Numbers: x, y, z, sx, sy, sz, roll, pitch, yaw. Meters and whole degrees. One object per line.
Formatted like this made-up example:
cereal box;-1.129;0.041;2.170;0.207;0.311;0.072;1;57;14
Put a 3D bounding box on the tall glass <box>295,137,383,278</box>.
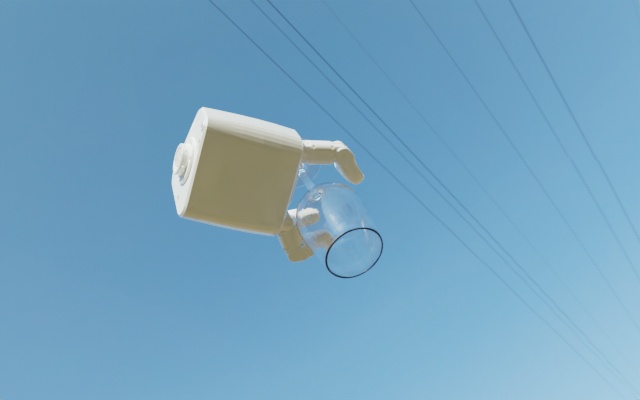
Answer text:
tall glass;0.000;0.001;0.544;0.079;0.079;0.201;0;31;-24
